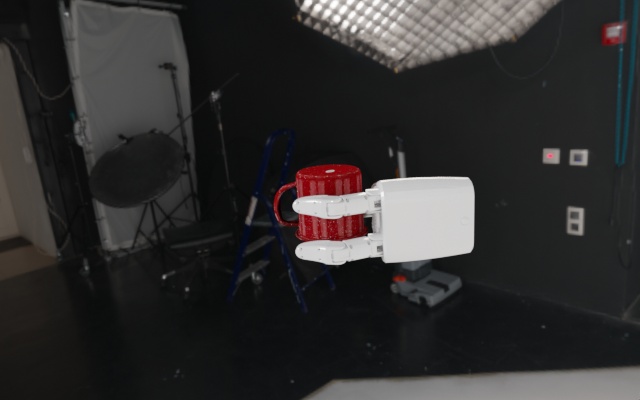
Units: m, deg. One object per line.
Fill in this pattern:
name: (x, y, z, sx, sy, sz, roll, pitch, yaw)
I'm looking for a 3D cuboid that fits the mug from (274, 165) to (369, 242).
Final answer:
mug: (-0.001, 0.002, 0.599, 0.117, 0.081, 0.093, -4, 14, -1)
